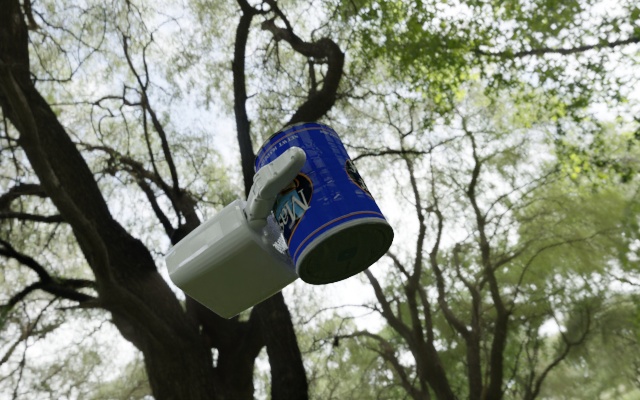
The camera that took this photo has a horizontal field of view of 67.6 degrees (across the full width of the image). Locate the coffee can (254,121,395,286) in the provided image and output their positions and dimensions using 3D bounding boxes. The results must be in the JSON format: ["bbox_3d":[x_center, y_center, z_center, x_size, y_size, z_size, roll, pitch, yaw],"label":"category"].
[{"bbox_3d":[0.000,0.002,0.499,0.103,0.140,0.103,-18,-34,-13],"label":"coffee can"}]
